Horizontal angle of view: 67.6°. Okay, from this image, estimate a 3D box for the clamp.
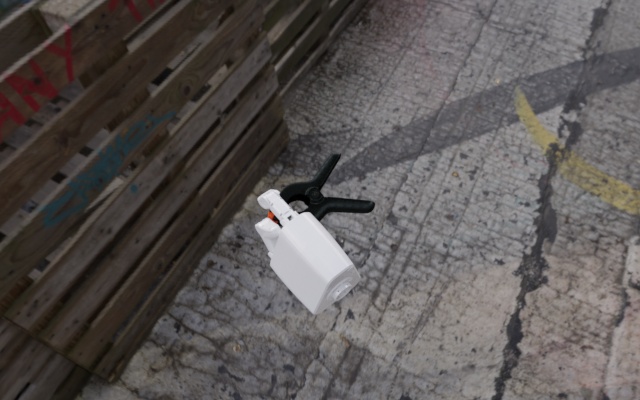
[{"bbox_3d":[0.000,0.002,0.761,0.171,0.120,0.039,-34,-25,-21],"label":"clamp"}]
